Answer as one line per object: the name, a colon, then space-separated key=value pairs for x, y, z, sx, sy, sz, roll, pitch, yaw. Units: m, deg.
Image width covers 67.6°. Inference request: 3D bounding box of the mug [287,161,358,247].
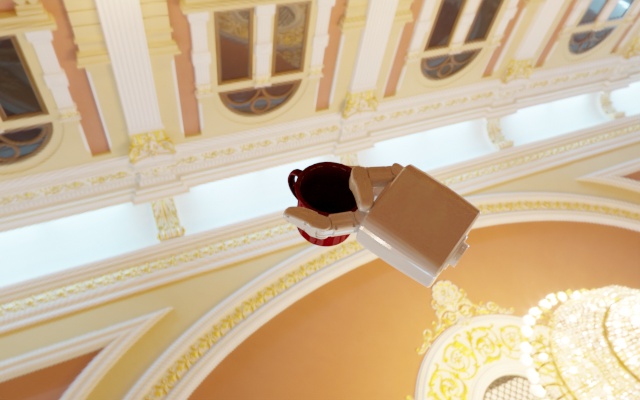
mug: x=-0.001 y=0.002 z=0.644 sx=0.117 sy=0.082 sz=0.093 roll=35 pitch=55 yaw=19
